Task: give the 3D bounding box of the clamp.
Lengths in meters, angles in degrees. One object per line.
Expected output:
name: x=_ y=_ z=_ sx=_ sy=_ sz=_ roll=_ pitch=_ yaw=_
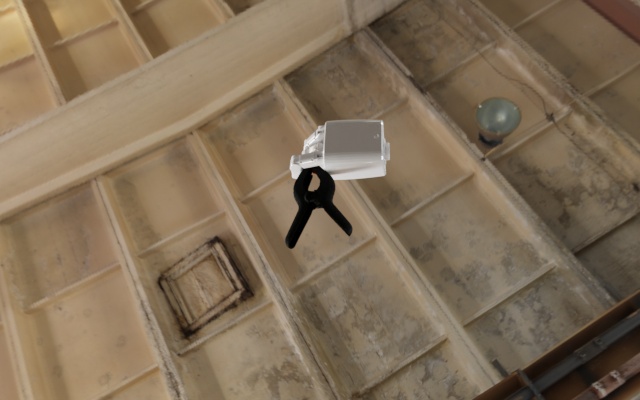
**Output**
clamp: x=0.000 y=0.003 z=0.853 sx=0.120 sy=0.171 sz=0.039 roll=-3 pitch=-26 yaw=13
